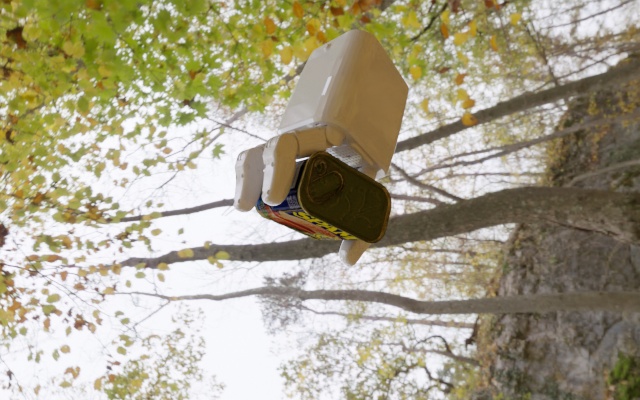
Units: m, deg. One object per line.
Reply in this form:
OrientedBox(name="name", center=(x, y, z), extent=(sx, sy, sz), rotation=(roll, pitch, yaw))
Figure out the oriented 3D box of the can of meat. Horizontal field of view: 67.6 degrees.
OrientedBox(name="can of meat", center=(0.000, 0.002, 0.447), extent=(0.102, 0.057, 0.084), rotation=(27, -19, -32))
